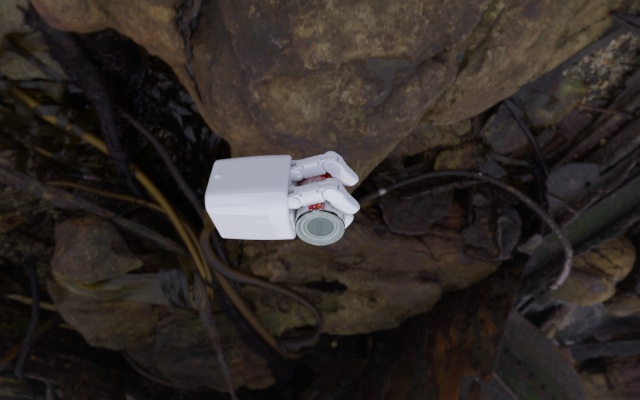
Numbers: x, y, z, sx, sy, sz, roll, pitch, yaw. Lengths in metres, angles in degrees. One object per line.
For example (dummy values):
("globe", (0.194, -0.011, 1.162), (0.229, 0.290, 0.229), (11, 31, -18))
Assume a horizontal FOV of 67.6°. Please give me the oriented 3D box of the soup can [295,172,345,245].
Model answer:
("soup can", (0.001, 0.002, 0.656), (0.068, 0.069, 0.102), (0, 44, 2))
